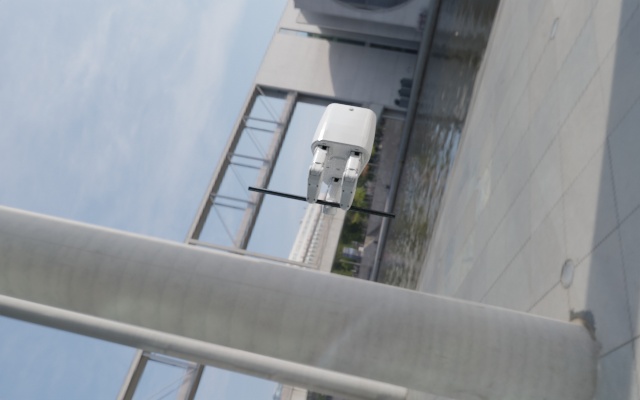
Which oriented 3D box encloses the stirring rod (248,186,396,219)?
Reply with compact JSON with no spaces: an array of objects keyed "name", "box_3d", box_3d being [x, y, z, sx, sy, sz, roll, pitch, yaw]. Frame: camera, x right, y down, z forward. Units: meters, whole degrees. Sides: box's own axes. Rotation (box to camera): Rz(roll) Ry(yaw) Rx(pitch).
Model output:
[{"name":"stirring rod","box_3d":[0.000,0.003,0.766,0.239,0.011,0.011,11,1,7]}]
